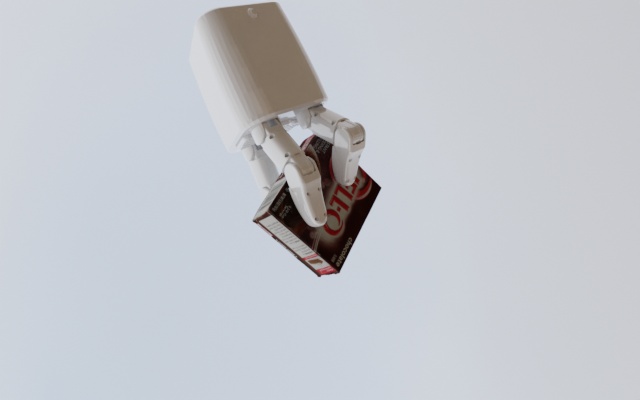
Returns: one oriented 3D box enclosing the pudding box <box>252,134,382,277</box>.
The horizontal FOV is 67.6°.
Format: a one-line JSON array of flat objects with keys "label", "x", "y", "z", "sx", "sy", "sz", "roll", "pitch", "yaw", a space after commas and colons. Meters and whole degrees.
[{"label": "pudding box", "x": 0.000, "y": 0.001, "z": 0.455, "sx": 0.090, "sy": 0.113, "sz": 0.039, "roll": 42, "pitch": -33, "yaw": -17}]
